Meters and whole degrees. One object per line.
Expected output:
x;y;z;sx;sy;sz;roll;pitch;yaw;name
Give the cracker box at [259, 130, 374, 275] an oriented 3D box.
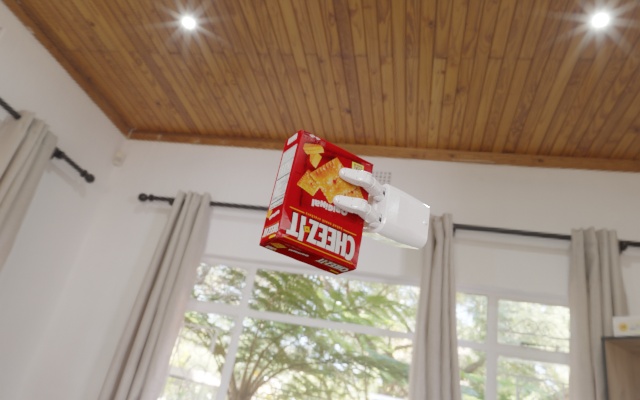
0.000;0.003;0.848;0.164;0.213;0.072;24;-28;-24;cracker box
